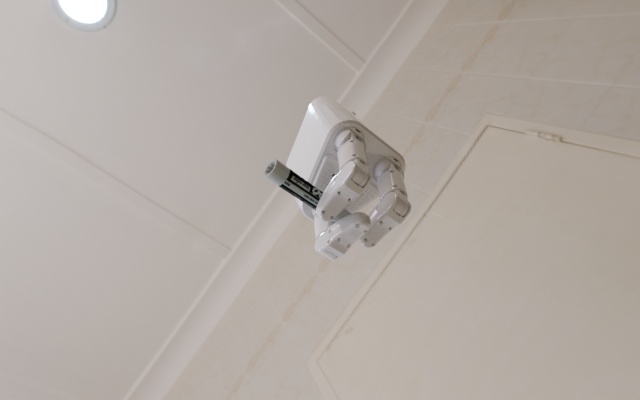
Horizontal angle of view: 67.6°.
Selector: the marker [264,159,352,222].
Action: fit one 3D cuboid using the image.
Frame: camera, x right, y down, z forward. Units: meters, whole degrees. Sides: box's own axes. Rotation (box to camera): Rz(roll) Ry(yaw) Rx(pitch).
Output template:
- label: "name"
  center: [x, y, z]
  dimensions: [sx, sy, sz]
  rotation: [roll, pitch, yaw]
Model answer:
- label: "marker"
  center: [0.000, 0.002, 0.445]
  dimensions: [0.121, 0.020, 0.020]
  rotation: [34, -18, -28]
